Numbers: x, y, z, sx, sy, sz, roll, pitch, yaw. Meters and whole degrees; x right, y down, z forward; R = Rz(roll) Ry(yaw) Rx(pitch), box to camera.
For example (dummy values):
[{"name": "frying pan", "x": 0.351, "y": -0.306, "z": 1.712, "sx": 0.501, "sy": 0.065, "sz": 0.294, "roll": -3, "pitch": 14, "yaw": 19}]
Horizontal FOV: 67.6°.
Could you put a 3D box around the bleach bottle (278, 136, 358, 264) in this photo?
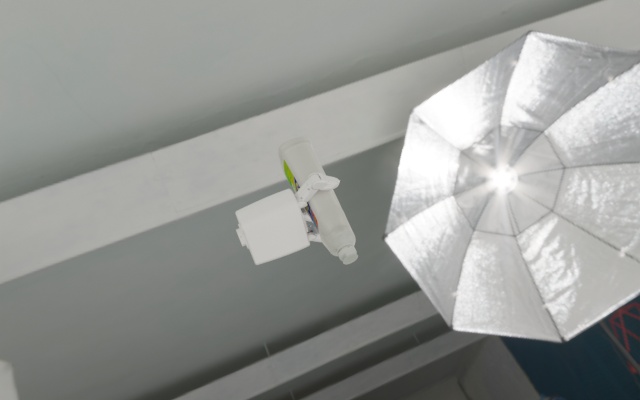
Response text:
[{"name": "bleach bottle", "x": 0.000, "y": 0.003, "z": 0.865, "sx": 0.068, "sy": 0.250, "sz": 0.103, "roll": -21, "pitch": -35, "yaw": -11}]
